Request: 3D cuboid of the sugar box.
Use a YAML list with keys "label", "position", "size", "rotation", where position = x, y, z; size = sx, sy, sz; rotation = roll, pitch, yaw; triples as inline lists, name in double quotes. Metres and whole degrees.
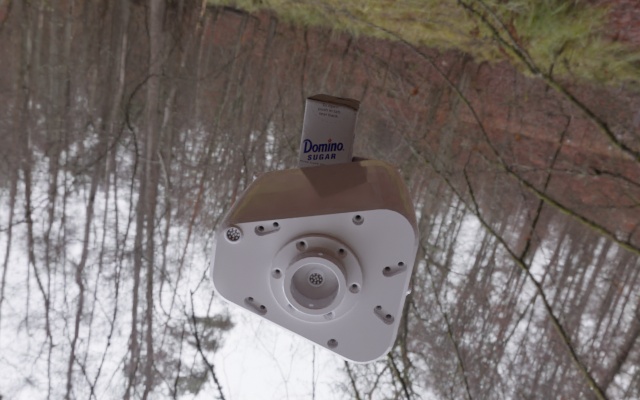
- label: "sugar box"
  position: [0.001, 0.002, 0.407]
  size: [0.048, 0.176, 0.093]
  rotation: [12, 16, 2]
